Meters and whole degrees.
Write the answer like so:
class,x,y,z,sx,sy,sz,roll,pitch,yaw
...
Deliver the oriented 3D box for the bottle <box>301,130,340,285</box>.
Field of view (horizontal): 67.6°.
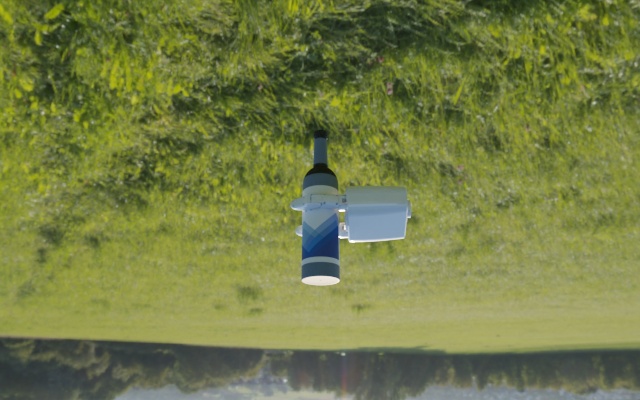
class,x,y,z,sx,sy,sz,roll,pitch,yaw
bottle,0.000,0.003,0.879,0.069,0.295,0.069,0,-23,0
